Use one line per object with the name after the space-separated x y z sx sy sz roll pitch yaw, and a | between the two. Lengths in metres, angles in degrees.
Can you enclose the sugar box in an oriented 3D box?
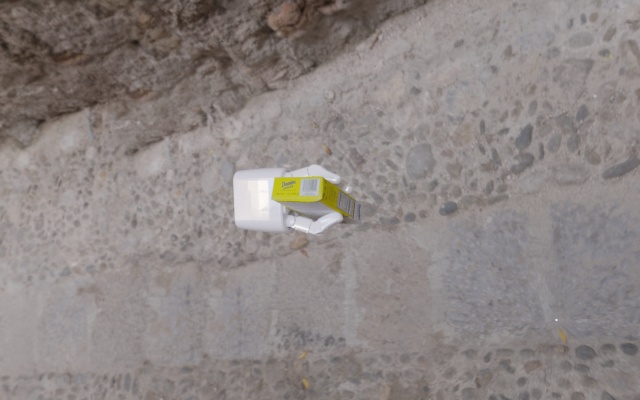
0.000 0.002 0.835 0.093 0.048 0.176 1 -12 27 | sugar box
